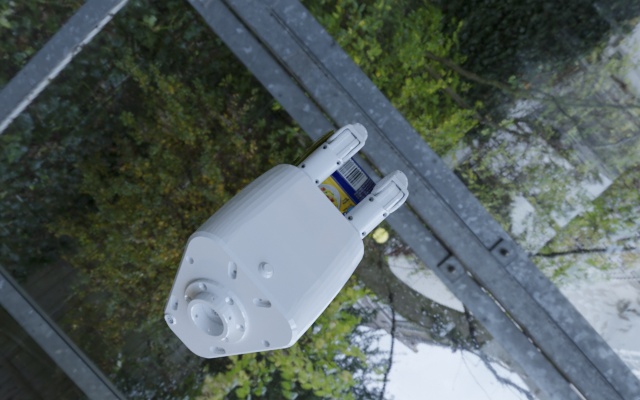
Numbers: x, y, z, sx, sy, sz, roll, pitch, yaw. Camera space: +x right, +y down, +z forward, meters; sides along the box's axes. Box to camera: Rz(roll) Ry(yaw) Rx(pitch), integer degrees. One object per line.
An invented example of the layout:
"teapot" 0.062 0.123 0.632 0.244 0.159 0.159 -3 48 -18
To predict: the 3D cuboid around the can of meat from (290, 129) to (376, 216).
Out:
"can of meat" 0.000 0.002 0.431 0.102 0.084 0.057 -40 2 34
